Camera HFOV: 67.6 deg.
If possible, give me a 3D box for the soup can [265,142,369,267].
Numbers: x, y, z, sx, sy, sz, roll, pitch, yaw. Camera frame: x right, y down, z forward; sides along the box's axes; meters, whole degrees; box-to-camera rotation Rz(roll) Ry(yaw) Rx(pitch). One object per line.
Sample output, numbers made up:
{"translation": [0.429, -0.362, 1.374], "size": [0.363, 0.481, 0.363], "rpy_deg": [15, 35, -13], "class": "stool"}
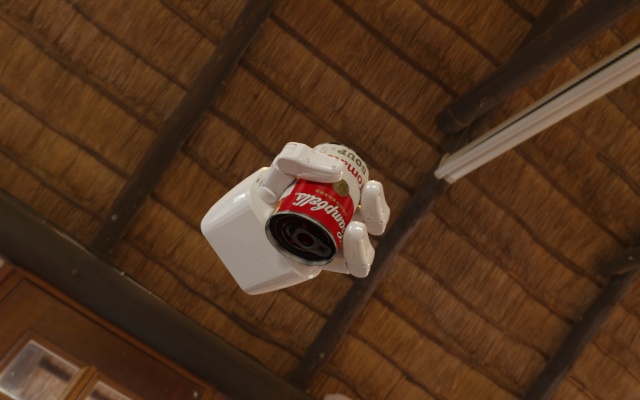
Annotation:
{"translation": [0.000, 0.001, 0.448], "size": [0.068, 0.068, 0.102], "rpy_deg": [0, 42, 29], "class": "soup can"}
